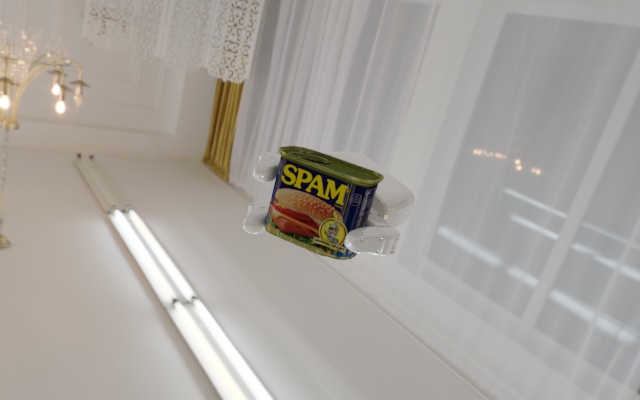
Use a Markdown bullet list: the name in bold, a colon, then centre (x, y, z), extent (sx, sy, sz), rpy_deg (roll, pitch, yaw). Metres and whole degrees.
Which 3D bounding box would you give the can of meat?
- **can of meat**: centre (0.000, 0.002, 0.468), extent (0.102, 0.084, 0.057), rpy_deg (22, 17, 22)
